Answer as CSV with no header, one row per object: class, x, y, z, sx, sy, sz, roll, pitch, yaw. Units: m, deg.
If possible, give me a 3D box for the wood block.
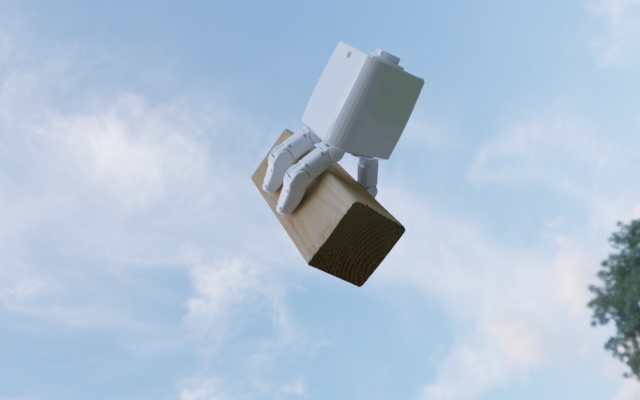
wood block,0.000,0.002,0.599,0.091,0.090,0.206,28,13,-36
